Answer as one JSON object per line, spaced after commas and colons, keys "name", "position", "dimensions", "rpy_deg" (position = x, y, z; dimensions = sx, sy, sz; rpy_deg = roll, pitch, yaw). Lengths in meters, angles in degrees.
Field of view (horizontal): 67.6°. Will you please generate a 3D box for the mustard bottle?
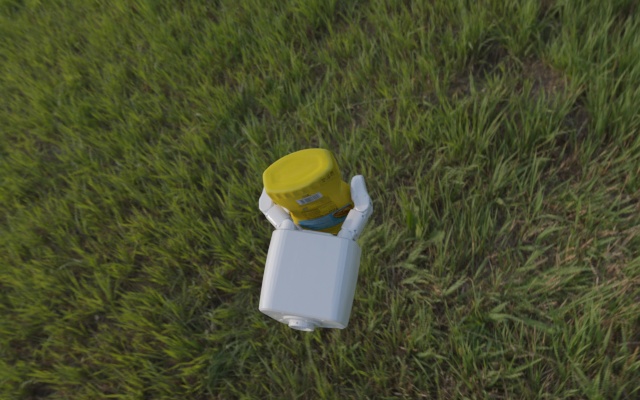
{"name": "mustard bottle", "position": [0.000, 0.002, 0.674], "dimensions": [0.096, 0.058, 0.192], "rpy_deg": [-21, -31, 10]}
